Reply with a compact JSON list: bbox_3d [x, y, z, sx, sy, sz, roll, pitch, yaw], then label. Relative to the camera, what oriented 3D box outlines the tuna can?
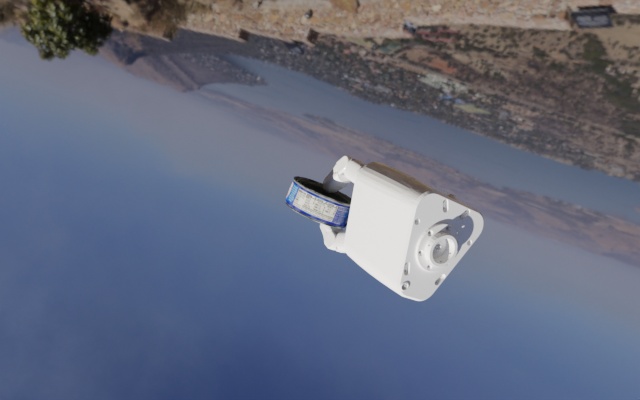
[{"bbox_3d":[0.000,0.002,0.598,0.086,0.034,0.086,22,10,-4],"label":"tuna can"}]
